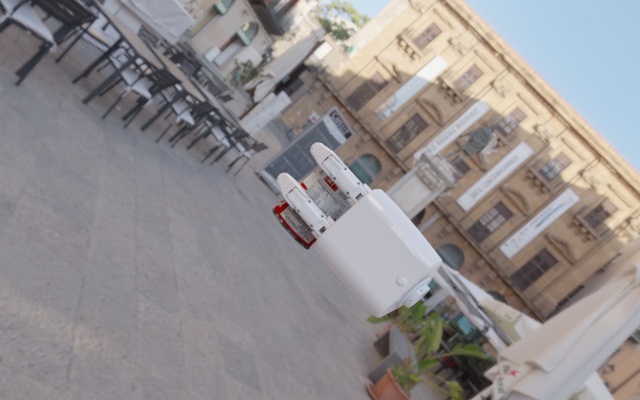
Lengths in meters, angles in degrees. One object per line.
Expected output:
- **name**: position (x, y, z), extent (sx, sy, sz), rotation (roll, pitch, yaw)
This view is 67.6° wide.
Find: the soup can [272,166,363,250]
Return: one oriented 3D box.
- **soup can**: position (0.000, 0.001, 0.588), extent (0.102, 0.068, 0.068), rotation (-42, -3, 4)
